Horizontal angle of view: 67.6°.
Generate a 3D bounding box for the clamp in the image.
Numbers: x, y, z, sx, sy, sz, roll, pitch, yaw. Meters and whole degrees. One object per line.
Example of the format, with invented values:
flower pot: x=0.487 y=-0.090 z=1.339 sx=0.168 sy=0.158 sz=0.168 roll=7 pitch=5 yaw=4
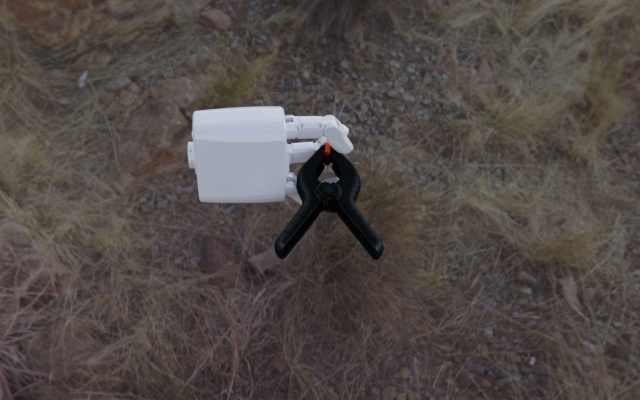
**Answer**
clamp: x=0.000 y=0.001 z=0.570 sx=0.120 sy=0.171 sz=0.039 roll=-3 pitch=-40 yaw=-10
